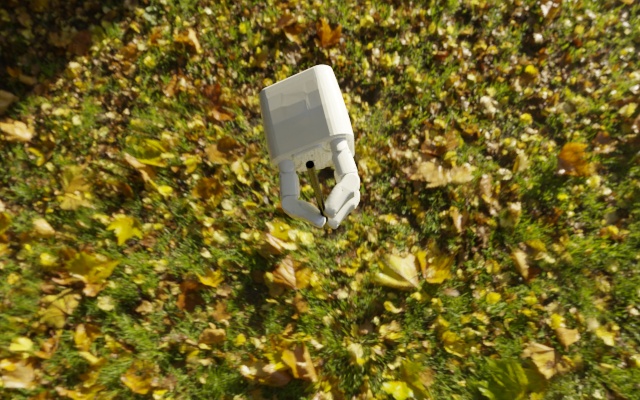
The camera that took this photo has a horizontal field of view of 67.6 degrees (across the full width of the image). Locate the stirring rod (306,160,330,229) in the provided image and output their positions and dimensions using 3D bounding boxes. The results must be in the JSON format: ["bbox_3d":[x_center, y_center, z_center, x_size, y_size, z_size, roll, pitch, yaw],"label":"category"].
[{"bbox_3d":[0.000,0.002,0.544,0.011,0.011,0.240,0,-17,5],"label":"stirring rod"}]
